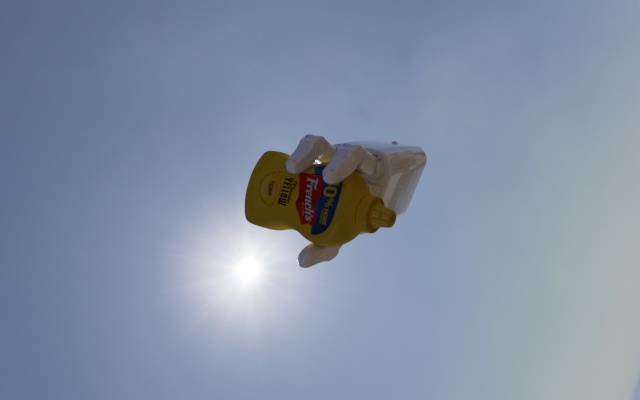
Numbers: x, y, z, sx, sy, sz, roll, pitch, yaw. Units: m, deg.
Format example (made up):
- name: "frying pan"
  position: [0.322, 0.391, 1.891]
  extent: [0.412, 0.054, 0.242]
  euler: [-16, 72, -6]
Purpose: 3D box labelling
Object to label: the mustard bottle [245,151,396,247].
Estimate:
- name: "mustard bottle"
  position: [0.000, 0.002, 0.552]
  extent: [0.191, 0.096, 0.058]
  euler: [14, -6, 36]
